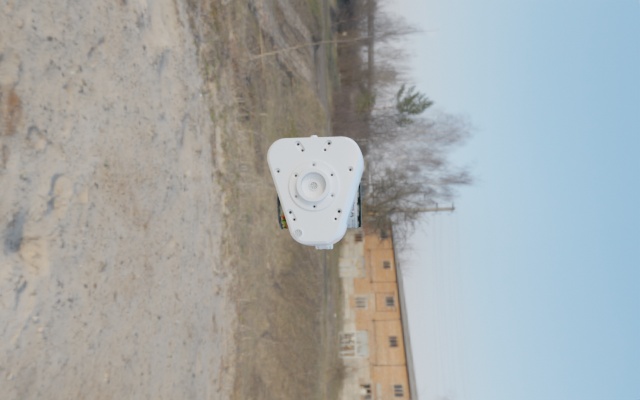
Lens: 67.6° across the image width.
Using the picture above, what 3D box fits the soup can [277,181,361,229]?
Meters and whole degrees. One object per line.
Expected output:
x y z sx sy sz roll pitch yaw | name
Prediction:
0.000 0.002 0.608 0.102 0.068 0.068 -1 0 4 | soup can
